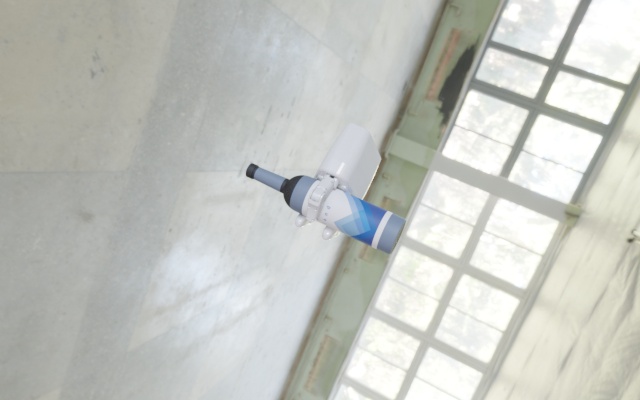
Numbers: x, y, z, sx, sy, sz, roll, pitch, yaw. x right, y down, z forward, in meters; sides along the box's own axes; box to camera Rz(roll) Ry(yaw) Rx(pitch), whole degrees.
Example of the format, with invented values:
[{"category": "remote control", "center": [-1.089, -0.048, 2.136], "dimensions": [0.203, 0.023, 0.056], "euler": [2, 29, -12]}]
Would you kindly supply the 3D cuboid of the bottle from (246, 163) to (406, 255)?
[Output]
[{"category": "bottle", "center": [0.000, 0.003, 0.833], "dimensions": [0.295, 0.069, 0.069], "euler": [24, 6, 15]}]
